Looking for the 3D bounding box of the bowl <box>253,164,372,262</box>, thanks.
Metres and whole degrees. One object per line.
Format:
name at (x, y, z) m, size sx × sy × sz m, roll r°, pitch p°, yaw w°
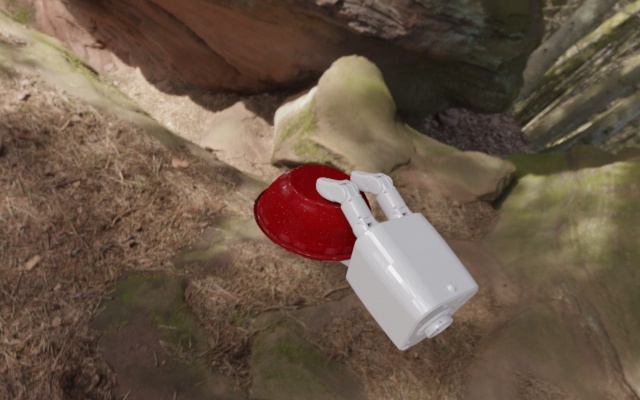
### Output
bowl at (-0.001, 0.001, 0.598) m, size 0.162 × 0.055 × 0.162 m, roll 11°, pitch 34°, yaw -7°
